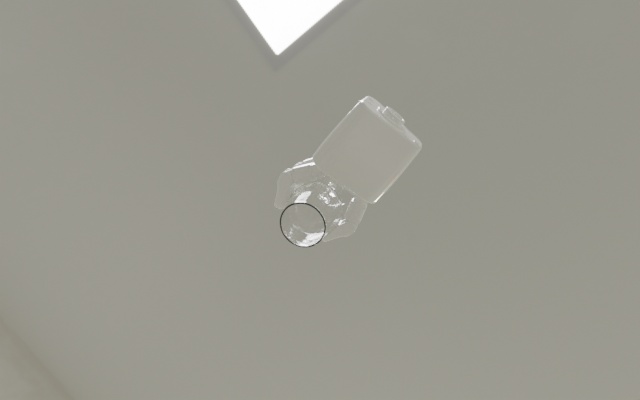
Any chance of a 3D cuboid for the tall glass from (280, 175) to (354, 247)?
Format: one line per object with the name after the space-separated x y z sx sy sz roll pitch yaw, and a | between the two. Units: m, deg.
0.000 0.002 0.702 0.079 0.079 0.201 0 18 14 | tall glass
